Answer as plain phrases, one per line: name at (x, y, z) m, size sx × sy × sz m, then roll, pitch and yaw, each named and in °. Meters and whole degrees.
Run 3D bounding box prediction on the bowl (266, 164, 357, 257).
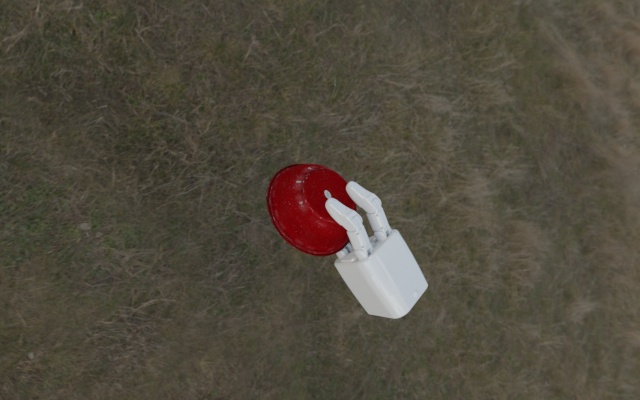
bowl at (-0.001, 0.001, 0.742) m, size 0.162 × 0.162 × 0.055 m, roll 0°, pitch -25°, yaw -34°
